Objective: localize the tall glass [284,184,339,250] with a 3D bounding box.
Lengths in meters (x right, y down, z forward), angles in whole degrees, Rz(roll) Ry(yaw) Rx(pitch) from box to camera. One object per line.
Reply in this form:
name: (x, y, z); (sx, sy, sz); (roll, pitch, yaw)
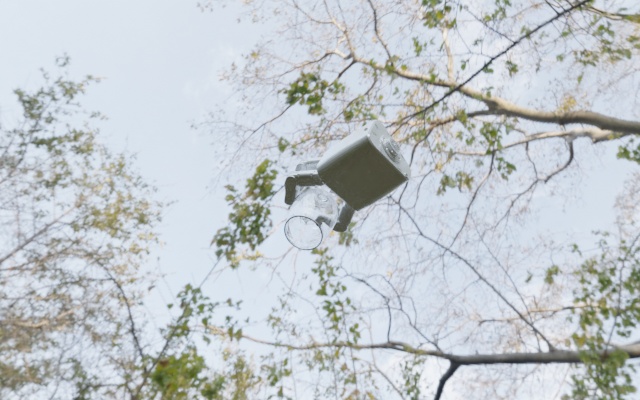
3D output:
tall glass: (0.000, 0.002, 0.802); (0.079, 0.079, 0.201); (0, 29, 18)
